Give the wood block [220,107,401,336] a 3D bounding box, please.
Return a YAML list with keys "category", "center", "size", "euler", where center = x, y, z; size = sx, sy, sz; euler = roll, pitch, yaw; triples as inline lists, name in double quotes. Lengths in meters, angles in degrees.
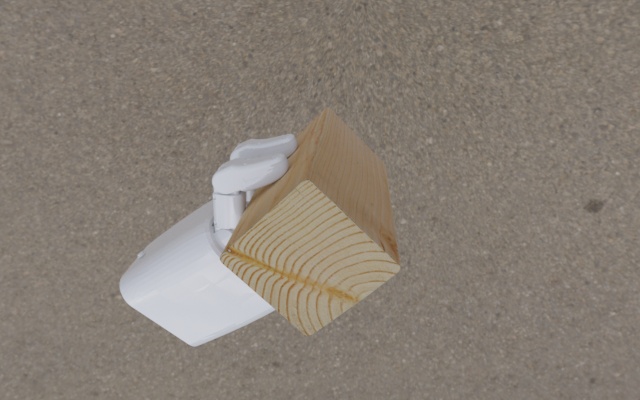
- category: "wood block"
  center: [0.000, 0.002, 0.411]
  size: [0.090, 0.091, 0.206]
  euler: [-41, 15, 19]
